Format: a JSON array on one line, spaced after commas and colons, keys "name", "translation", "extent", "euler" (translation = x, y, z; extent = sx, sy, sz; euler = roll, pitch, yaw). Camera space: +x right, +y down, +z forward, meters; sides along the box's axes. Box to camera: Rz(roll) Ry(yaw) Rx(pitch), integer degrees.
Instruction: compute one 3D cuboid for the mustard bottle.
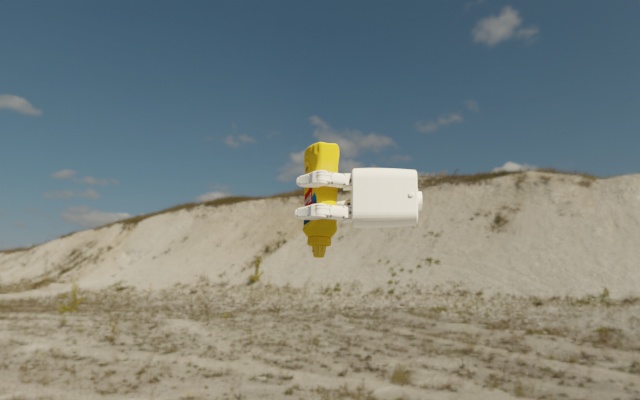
[{"name": "mustard bottle", "translation": [0.000, 0.002, 0.828], "extent": [0.058, 0.191, 0.096], "euler": [5, -13, -17]}]
